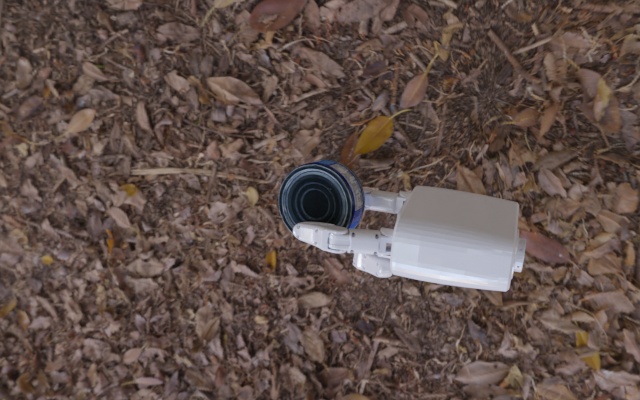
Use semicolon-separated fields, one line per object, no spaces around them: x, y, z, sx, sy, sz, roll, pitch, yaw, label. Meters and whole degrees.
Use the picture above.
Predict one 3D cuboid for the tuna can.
0.000;0.002;0.493;0.086;0.086;0.033;0;10;25;tuna can
